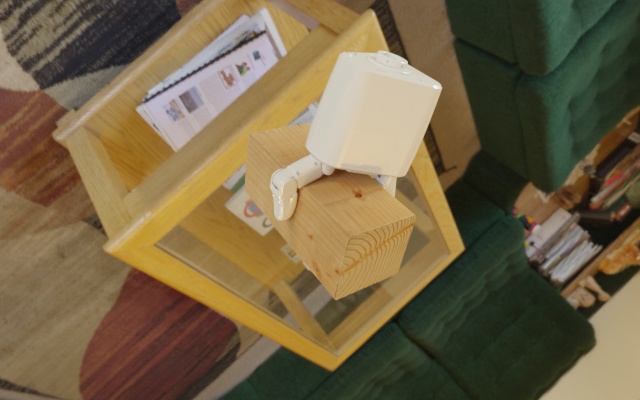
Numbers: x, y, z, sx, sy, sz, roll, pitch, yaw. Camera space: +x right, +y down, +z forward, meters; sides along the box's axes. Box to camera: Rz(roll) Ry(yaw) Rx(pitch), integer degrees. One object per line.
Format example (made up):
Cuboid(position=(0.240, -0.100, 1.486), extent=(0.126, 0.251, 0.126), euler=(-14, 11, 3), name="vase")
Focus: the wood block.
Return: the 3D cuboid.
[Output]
Cuboid(position=(0.000, 0.002, 0.556), extent=(0.091, 0.090, 0.206), euler=(-16, 44, -31), name="wood block")
